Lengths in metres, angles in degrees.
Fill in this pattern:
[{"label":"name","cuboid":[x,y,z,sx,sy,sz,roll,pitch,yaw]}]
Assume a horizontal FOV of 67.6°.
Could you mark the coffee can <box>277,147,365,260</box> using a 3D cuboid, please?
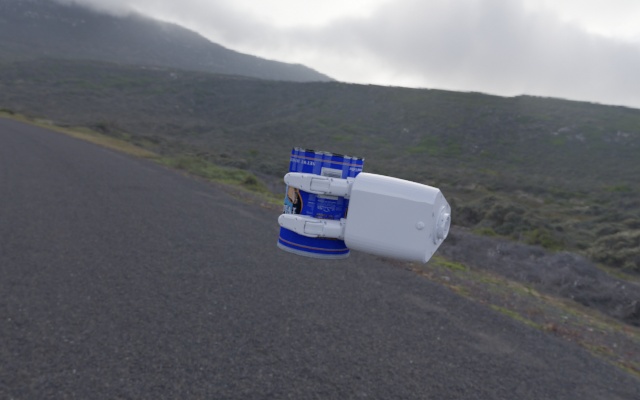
[{"label":"coffee can","cuboid":[0.000,0.002,0.668,0.103,0.140,0.103,9,6,-1]}]
